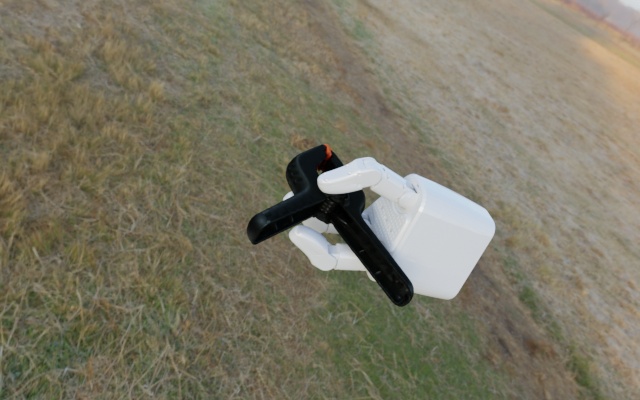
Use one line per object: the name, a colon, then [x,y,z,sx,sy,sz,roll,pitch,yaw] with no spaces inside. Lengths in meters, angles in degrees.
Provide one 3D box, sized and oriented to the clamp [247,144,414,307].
clamp: [0.001,0.001,0.474,0.164,0.036,0.209,23,30,-26]
